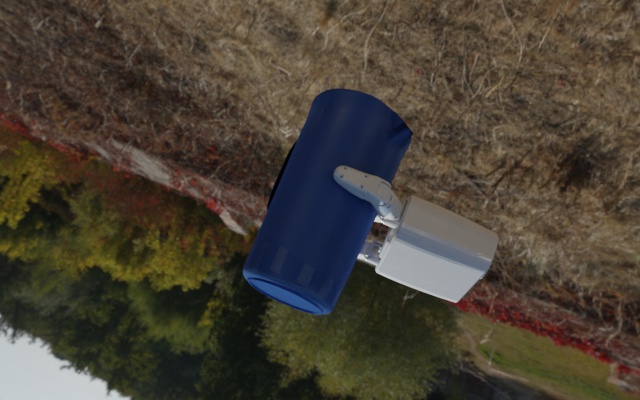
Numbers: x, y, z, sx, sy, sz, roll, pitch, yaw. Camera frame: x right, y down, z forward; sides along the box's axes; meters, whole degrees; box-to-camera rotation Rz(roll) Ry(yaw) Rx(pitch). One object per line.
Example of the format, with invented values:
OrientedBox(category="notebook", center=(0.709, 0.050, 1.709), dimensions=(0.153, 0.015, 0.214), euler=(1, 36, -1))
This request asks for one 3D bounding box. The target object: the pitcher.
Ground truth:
OrientedBox(category="pitcher", center=(0.000, 0.002, 0.566), dimensions=(0.145, 0.242, 0.149), euler=(23, -21, 4))
